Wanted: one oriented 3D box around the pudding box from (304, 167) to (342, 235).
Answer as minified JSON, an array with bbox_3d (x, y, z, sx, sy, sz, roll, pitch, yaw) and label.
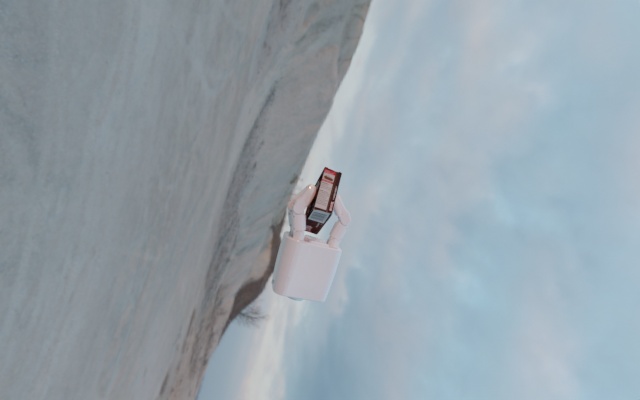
[{"bbox_3d":[0.000,0.003,0.893,0.039,0.090,0.113,18,-26,-9],"label":"pudding box"}]
